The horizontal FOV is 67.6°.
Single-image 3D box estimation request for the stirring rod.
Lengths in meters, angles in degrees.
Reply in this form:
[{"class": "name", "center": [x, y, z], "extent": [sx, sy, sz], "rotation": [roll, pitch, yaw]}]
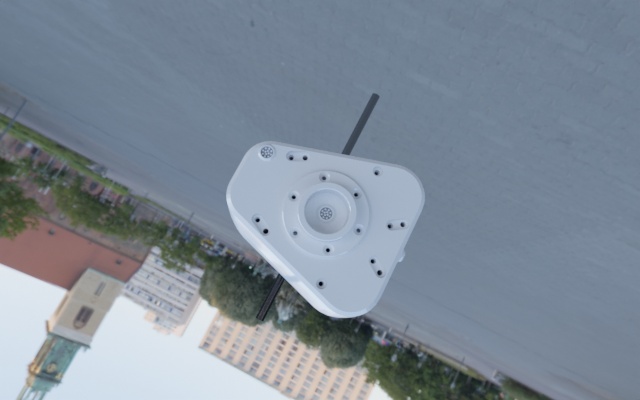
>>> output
[{"class": "stirring rod", "center": [0.000, 0.001, 0.449], "extent": [0.011, 0.239, 0.011], "rotation": [27, -10, 5]}]
